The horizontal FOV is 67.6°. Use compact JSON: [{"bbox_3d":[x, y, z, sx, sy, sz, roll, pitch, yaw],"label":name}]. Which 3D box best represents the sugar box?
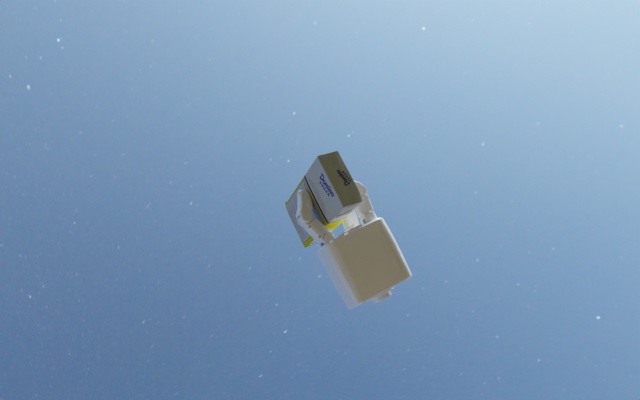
[{"bbox_3d":[0.001,0.003,0.791,0.048,0.093,0.176,-17,-17,-31],"label":"sugar box"}]
